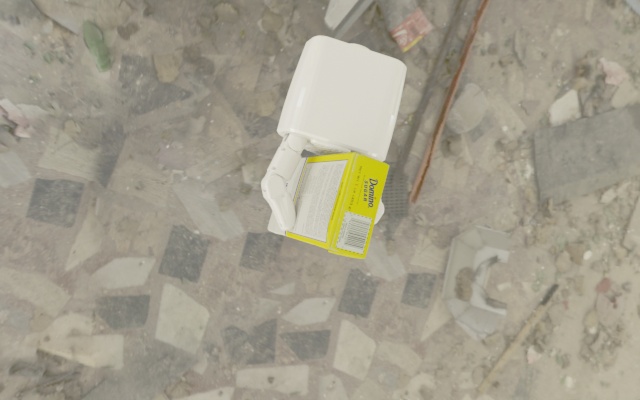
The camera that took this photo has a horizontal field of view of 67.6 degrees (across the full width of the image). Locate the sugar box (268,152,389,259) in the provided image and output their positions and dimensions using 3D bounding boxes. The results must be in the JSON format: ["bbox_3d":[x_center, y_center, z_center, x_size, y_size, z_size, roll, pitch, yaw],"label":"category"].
[{"bbox_3d":[0.001,0.002,0.507,0.048,0.093,0.176,17,-4,-21],"label":"sugar box"}]
